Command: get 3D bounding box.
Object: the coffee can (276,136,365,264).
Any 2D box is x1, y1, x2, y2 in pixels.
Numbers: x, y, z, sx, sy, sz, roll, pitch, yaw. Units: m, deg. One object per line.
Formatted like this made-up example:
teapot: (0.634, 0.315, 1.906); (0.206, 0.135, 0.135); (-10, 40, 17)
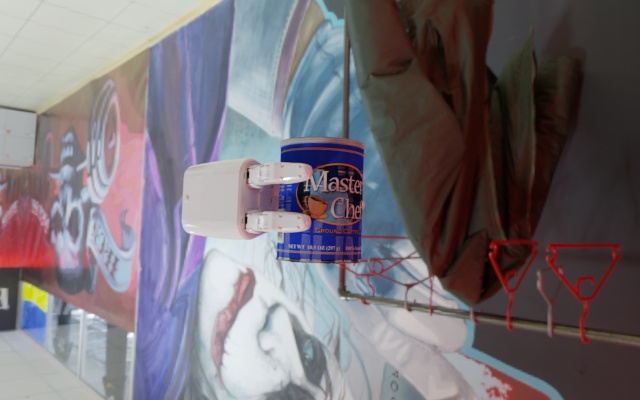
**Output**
coffee can: (0.000, 0.002, 0.573); (0.103, 0.140, 0.103); (2, -3, 0)
